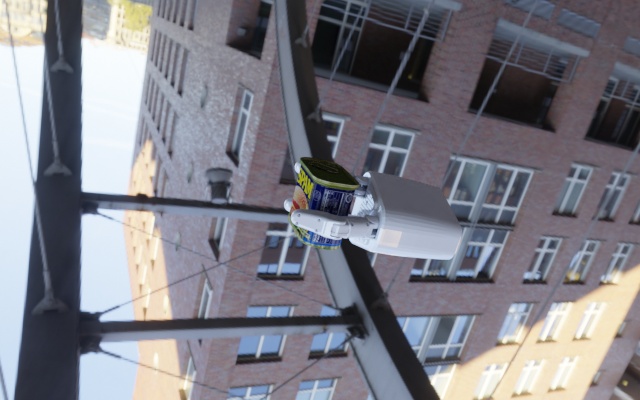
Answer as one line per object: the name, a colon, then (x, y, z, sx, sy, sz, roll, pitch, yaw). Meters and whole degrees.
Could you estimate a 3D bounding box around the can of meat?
can of meat: (0.000, 0.002, 0.585, 0.057, 0.084, 0.102, 8, 18, -19)
